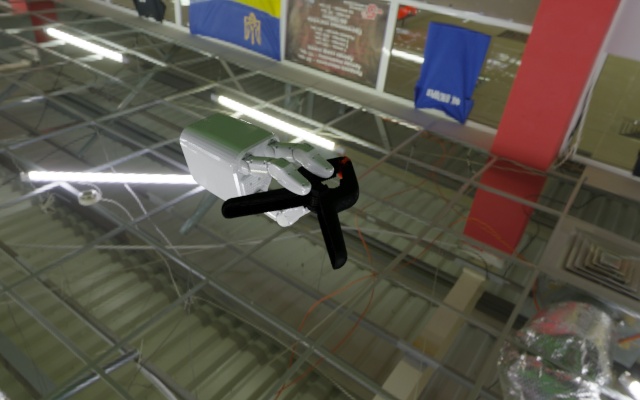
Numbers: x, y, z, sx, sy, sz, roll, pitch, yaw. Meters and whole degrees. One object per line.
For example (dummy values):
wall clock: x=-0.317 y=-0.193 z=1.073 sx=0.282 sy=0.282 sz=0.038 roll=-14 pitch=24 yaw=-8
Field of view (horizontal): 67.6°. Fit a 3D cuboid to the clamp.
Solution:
clamp: x=0.000 y=0.002 z=0.621 sx=0.164 sy=0.036 sz=0.210 roll=29 pitch=39 yaw=20
